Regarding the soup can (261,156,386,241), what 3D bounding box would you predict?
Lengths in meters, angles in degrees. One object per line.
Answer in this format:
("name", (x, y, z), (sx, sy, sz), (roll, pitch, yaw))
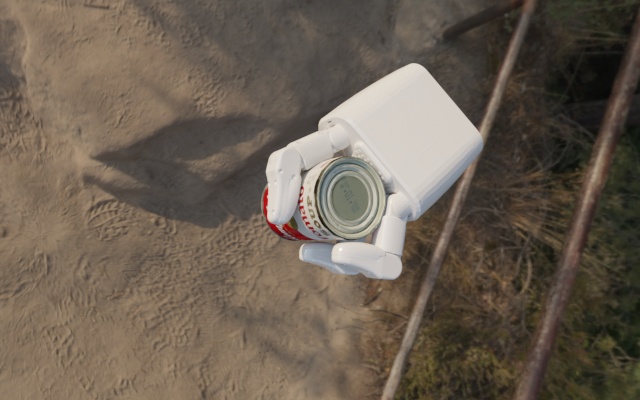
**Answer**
("soup can", (0.000, 0.002, 0.412), (0.068, 0.068, 0.102), (0, -4, -30))
